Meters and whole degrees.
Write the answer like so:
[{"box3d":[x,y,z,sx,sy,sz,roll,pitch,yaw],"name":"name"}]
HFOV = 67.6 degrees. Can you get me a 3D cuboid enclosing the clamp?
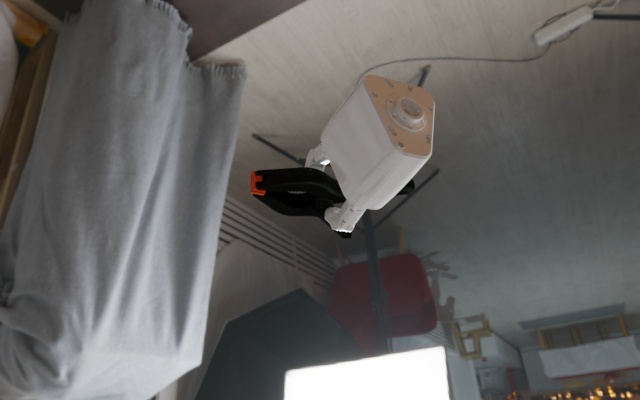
[{"box3d":[0.000,0.003,0.652,0.210,0.036,0.165,8,-34,-23],"name":"clamp"}]
